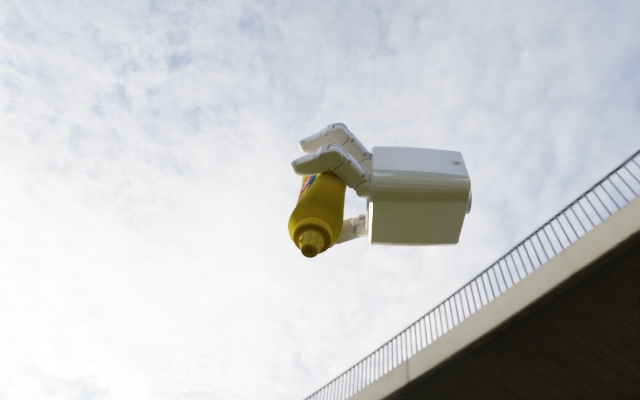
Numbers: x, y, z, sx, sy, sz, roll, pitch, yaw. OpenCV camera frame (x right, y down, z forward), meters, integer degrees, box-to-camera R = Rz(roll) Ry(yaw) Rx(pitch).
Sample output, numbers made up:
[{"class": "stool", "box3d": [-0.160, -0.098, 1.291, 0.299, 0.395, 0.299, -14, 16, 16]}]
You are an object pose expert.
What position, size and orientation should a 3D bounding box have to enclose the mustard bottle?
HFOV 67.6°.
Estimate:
[{"class": "mustard bottle", "box3d": [0.000, 0.002, 0.554, 0.058, 0.096, 0.191, 23, 31, -7]}]
